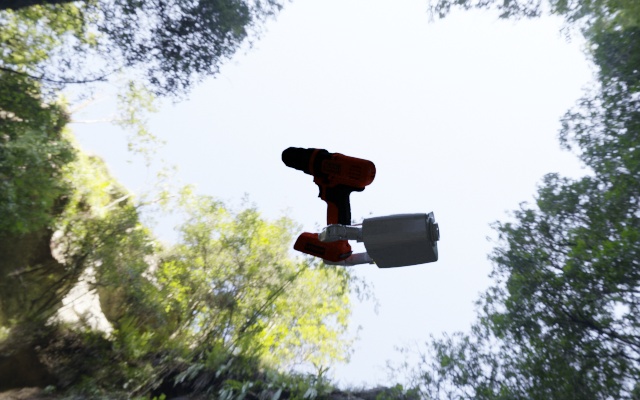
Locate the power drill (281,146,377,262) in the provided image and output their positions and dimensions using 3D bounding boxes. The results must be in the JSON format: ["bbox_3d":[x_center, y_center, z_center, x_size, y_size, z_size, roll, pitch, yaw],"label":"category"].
[{"bbox_3d":[0.000,0.003,0.840,0.184,0.188,0.057,14,15,31],"label":"power drill"}]
